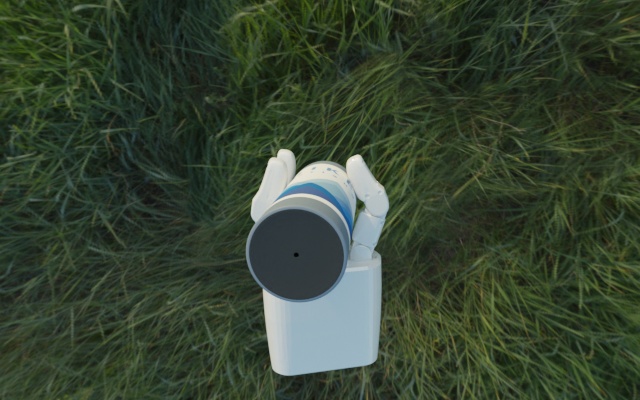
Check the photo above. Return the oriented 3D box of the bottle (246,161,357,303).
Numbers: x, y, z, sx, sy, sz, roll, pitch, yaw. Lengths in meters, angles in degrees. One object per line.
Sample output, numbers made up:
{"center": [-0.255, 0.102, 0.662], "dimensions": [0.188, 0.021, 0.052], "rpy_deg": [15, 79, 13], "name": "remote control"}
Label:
{"center": [0.000, 0.001, 0.448], "dimensions": [0.069, 0.069, 0.295], "rpy_deg": [0, 13, 6], "name": "bottle"}
